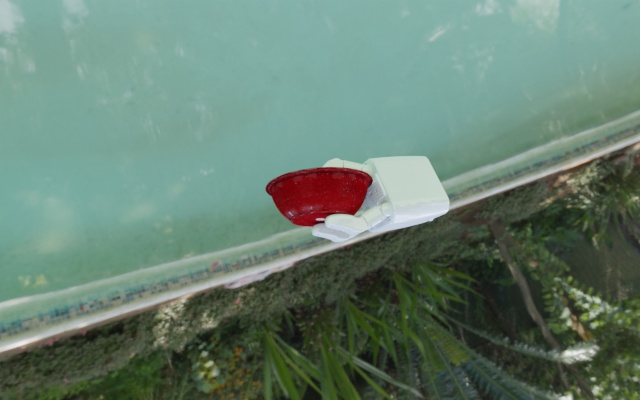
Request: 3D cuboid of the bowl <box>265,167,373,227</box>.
[{"bbox_3d":[-0.001,0.003,0.710,0.162,0.055,0.162,-4,-16,-1],"label":"bowl"}]
